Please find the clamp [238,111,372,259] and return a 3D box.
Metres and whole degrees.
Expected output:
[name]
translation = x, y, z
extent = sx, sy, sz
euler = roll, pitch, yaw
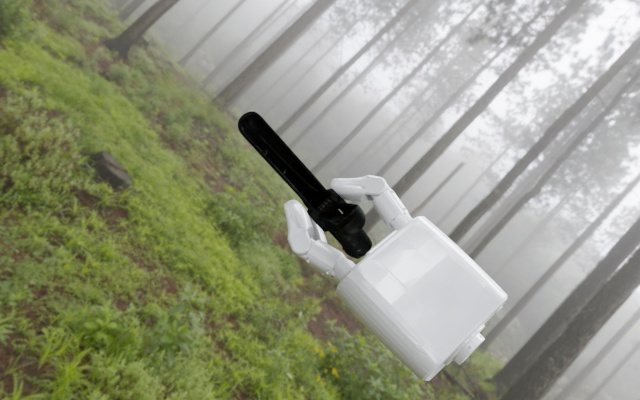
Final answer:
[clamp]
translation = 0.001, 0.001, 0.485
extent = 0.164, 0.036, 0.210
euler = 46, -4, 25
